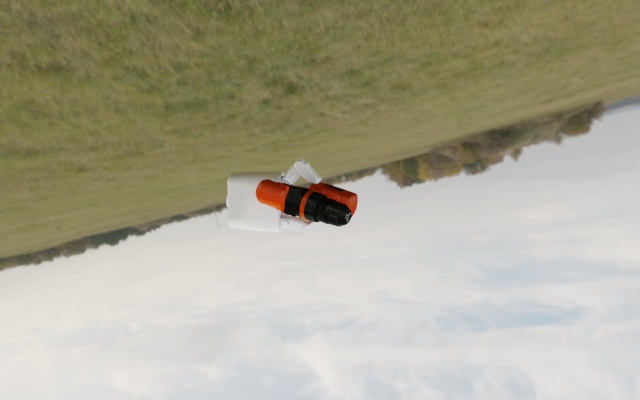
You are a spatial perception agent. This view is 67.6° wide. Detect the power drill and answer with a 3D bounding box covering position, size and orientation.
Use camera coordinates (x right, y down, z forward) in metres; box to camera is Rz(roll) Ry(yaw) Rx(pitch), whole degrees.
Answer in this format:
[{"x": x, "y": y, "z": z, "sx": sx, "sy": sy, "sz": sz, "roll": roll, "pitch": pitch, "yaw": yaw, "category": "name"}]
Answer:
[{"x": 0.000, "y": 0.003, "z": 0.880, "sx": 0.184, "sy": 0.057, "sz": 0.187, "roll": 19, "pitch": 7, "yaw": 25, "category": "power drill"}]
